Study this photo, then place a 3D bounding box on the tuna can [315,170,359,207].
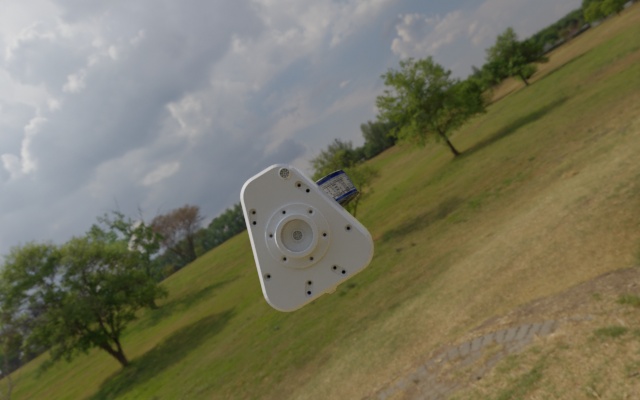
[{"bbox_3d":[0.000,0.001,0.546,0.086,0.033,0.086,-34,-6,-4],"label":"tuna can"}]
